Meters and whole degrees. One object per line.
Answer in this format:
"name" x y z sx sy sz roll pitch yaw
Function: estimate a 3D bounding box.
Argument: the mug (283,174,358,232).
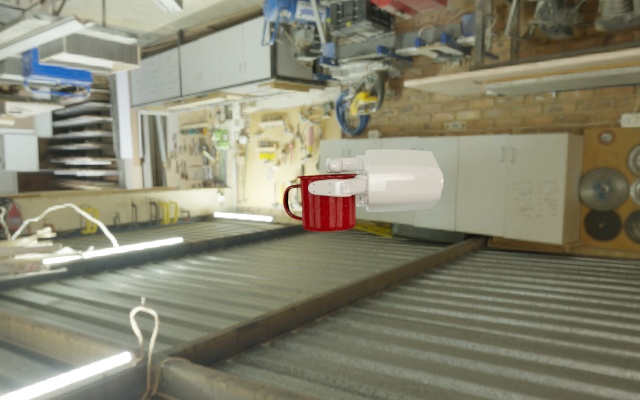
"mug" -0.001 0.003 0.726 0.117 0.081 0.093 -2 5 7
